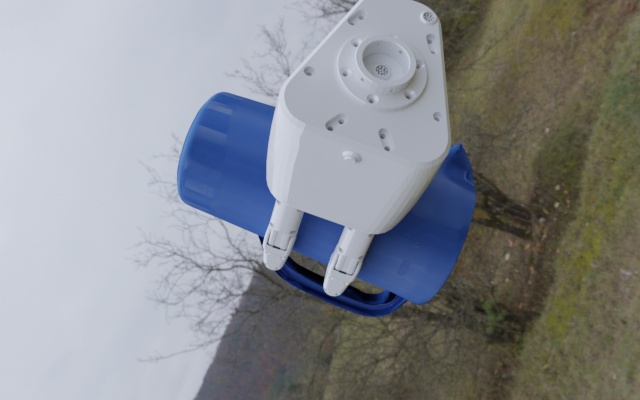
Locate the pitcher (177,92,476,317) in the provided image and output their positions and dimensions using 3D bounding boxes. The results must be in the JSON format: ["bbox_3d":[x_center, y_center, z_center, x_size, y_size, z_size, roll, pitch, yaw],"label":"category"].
[{"bbox_3d":[0.000,0.001,0.436,0.243,0.149,0.145,20,-21,0],"label":"pitcher"}]
